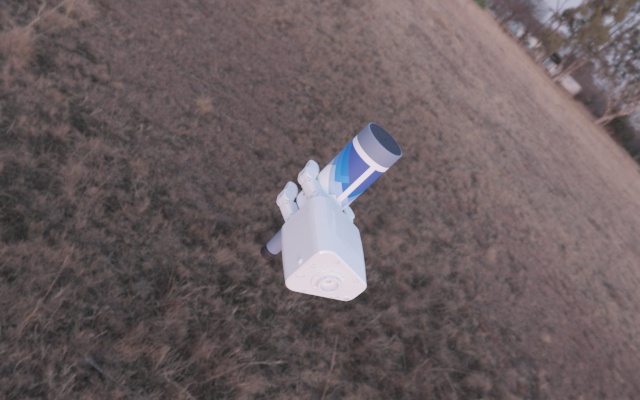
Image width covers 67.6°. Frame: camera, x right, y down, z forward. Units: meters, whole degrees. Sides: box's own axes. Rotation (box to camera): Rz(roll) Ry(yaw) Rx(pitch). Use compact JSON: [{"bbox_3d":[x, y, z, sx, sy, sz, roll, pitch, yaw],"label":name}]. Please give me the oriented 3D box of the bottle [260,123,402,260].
[{"bbox_3d":[0.000,0.002,0.753,0.296,0.069,0.069,-44,-25,28],"label":"bottle"}]
